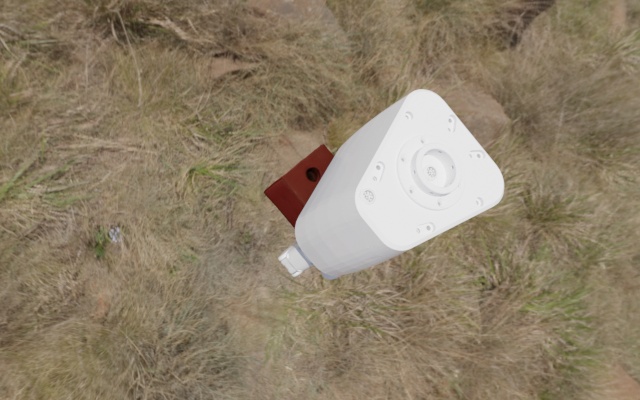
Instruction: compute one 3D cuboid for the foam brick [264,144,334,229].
[{"bbox_3d":[0.000,0.001,0.412,0.053,0.078,0.051,-41,3,-25],"label":"foam brick"}]
